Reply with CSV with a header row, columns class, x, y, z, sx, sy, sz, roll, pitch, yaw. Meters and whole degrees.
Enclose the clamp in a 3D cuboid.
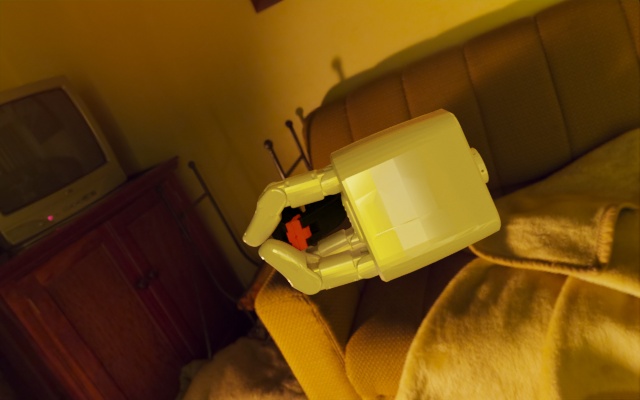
class,x,y,z,sx,sy,sz,roll,pitch,yaw
clamp,0.000,0.001,0.481,0.120,0.039,0.171,-23,17,5
